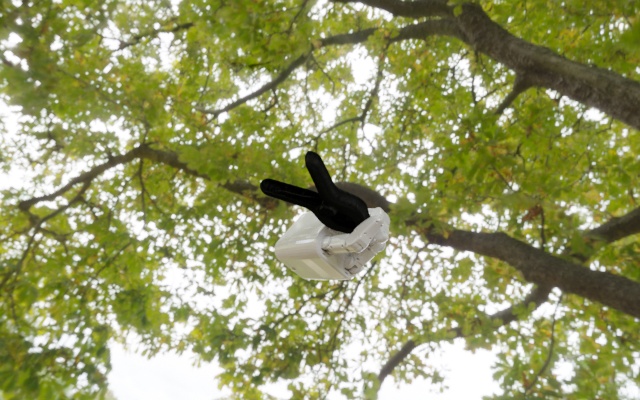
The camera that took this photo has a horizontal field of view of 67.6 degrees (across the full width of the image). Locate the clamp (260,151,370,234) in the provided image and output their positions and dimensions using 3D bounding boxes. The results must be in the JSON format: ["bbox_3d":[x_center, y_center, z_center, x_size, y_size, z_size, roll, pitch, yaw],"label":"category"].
[{"bbox_3d":[0.000,0.002,0.671,0.120,0.039,0.171,-12,-45,45],"label":"clamp"}]
